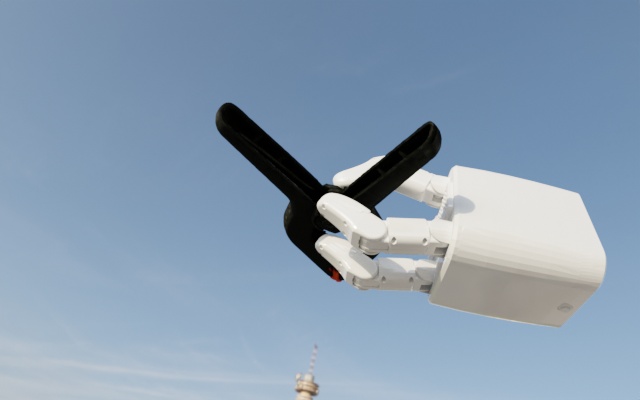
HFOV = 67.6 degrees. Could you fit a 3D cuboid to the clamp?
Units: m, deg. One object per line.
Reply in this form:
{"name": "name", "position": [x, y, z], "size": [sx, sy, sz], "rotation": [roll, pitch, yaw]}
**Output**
{"name": "clamp", "position": [0.000, 0.001, 0.408], "size": [0.164, 0.036, 0.210], "rotation": [13, -37, 8]}
